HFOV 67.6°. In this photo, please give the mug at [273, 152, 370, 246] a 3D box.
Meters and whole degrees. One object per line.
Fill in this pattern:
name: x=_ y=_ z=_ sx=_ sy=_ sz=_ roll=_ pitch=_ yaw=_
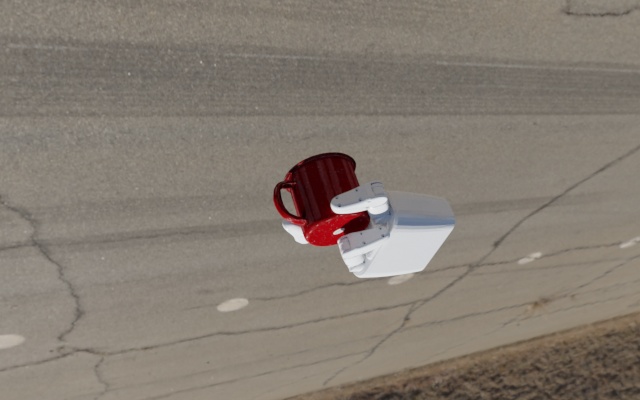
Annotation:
mug: x=-0.001 y=0.002 z=0.565 sx=0.117 sy=0.081 sz=0.093 roll=2 pitch=-33 yaw=-32
